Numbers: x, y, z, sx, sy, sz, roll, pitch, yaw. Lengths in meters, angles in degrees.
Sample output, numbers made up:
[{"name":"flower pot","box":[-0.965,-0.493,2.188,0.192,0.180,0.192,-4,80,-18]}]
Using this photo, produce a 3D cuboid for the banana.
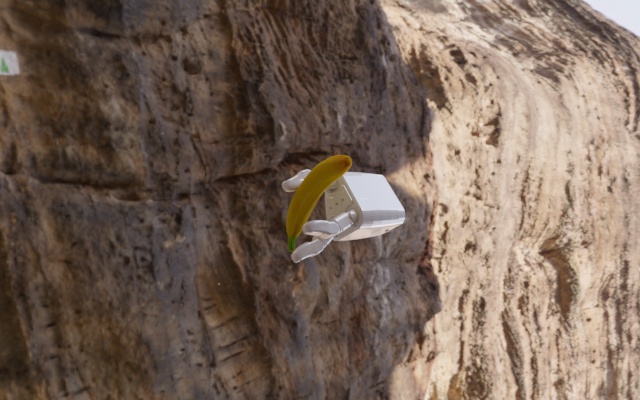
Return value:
[{"name":"banana","box":[-0.009,-0.008,0.743,0.037,0.198,0.069,2,44,-36]}]
